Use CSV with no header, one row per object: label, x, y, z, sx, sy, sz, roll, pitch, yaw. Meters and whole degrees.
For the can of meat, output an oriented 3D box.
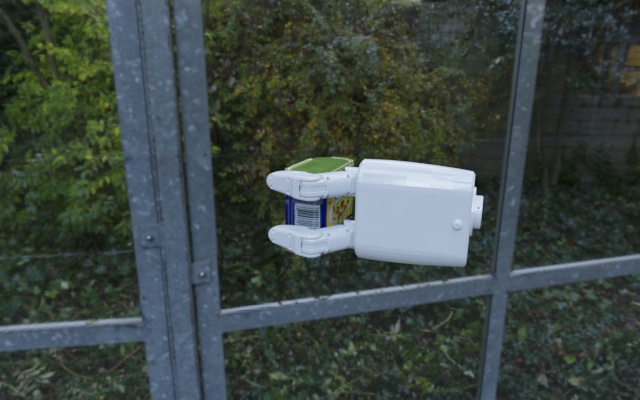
can of meat,0.000,0.001,0.515,0.057,0.084,0.102,7,17,21
